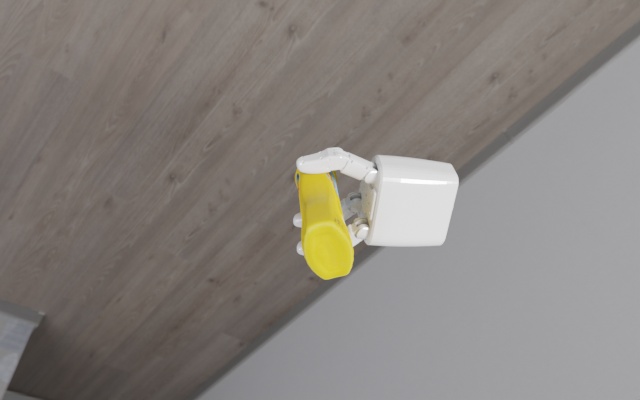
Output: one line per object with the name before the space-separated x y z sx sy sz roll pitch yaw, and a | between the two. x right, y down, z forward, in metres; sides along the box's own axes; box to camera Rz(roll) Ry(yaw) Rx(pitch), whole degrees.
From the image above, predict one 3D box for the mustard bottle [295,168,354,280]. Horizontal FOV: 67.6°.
mustard bottle | 0.000 0.002 0.620 0.058 0.096 0.191 -15 39 5
